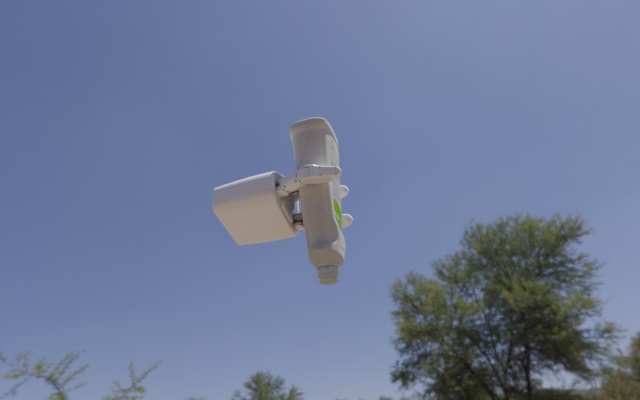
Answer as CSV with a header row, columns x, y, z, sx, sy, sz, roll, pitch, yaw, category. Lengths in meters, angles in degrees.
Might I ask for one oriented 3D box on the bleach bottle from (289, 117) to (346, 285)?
x,y,z,sx,sy,sz,roll,pitch,yaw,category
0.000,0.002,0.732,0.068,0.250,0.103,-13,-29,14,bleach bottle
